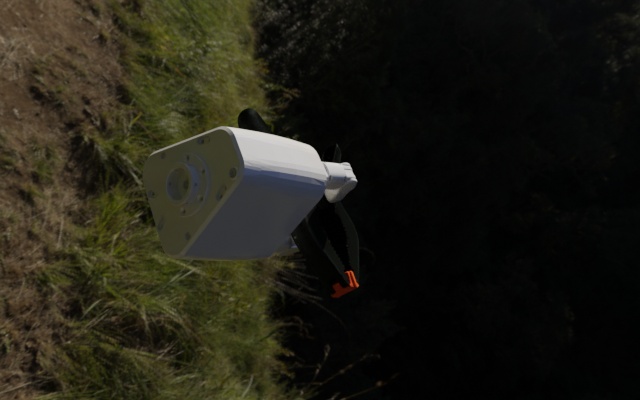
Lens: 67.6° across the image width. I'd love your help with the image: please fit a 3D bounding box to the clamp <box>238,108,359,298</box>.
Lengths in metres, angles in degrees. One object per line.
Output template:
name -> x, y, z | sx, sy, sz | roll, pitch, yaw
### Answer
clamp -> 0.001, 0.002, 0.527 | 0.036, 0.210, 0.164 | -34, -21, 30
